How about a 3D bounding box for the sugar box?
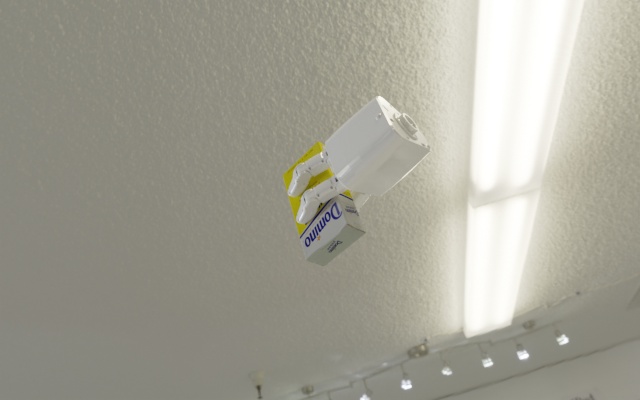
[{"bbox_3d":[0.000,0.002,0.738,0.048,0.176,0.093,25,-56,-38],"label":"sugar box"}]
